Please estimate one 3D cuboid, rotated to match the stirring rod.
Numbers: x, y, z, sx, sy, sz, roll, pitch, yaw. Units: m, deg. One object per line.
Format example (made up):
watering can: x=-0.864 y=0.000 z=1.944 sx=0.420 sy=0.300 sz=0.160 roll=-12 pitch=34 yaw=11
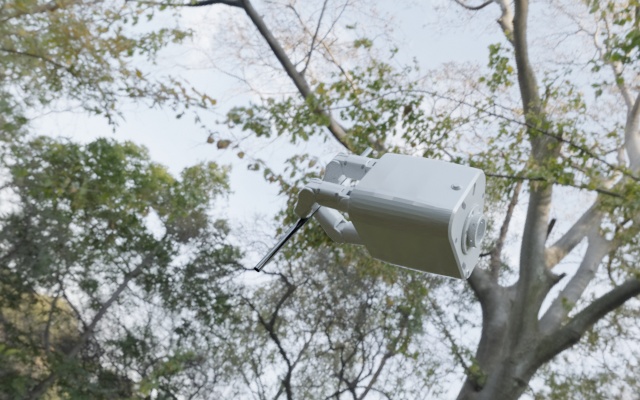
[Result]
stirring rod: x=0.000 y=0.002 z=0.565 sx=0.011 sy=0.011 sz=0.239 roll=0 pitch=35 yaw=42
